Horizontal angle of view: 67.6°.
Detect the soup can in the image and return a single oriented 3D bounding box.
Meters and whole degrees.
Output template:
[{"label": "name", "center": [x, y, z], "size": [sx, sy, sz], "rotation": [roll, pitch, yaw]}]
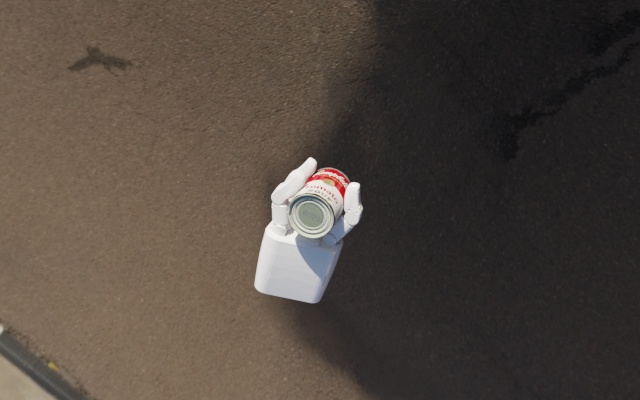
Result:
[{"label": "soup can", "center": [0.000, 0.002, 0.672], "size": [0.068, 0.068, 0.102], "rotation": [0, 22, 18]}]
